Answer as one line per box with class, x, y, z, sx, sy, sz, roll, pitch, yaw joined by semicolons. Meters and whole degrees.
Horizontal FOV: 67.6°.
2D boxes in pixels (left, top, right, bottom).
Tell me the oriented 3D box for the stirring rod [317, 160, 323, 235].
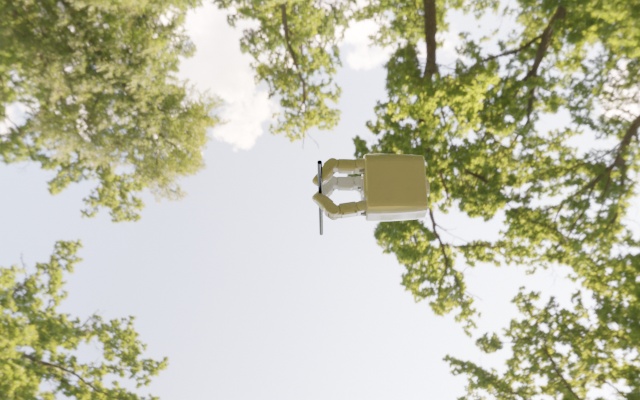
stirring rod;0.000;0.003;0.869;0.011;0.011;0.240;0;-32;1
